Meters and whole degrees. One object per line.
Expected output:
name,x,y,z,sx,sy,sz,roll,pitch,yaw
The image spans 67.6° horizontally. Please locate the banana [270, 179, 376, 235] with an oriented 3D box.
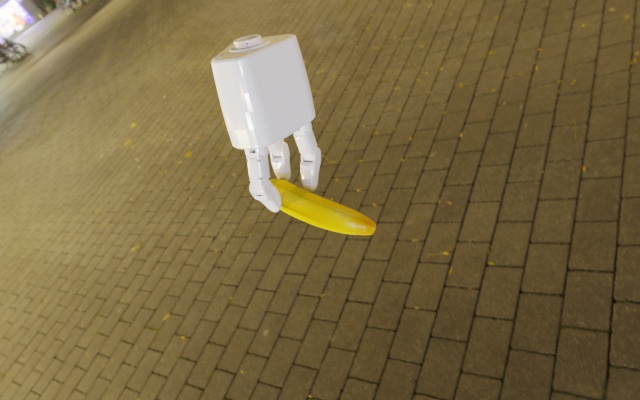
banana,-0.016,0.003,0.637,0.069,0.037,0.197,-9,25,-41
